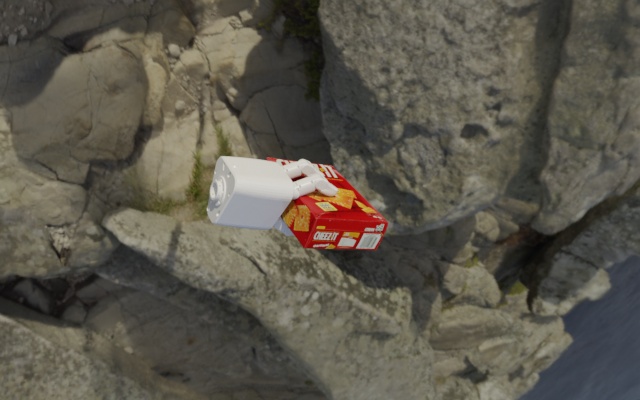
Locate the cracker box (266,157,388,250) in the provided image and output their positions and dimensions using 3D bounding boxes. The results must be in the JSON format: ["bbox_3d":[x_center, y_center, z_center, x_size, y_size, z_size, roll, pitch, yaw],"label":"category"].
[{"bbox_3d":[0.000,0.003,0.887,0.164,0.072,0.213,5,29,-36],"label":"cracker box"}]
